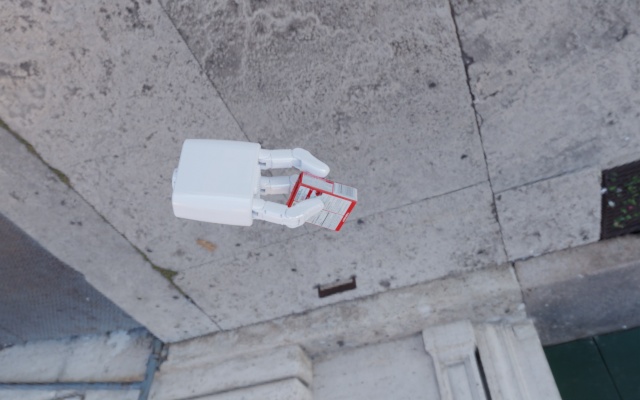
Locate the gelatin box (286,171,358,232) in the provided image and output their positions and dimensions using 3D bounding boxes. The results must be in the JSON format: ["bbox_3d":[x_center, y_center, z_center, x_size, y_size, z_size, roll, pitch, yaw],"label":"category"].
[{"bbox_3d":[0.000,0.003,0.690,0.089,0.030,0.073,17,-45,-10],"label":"gelatin box"}]
